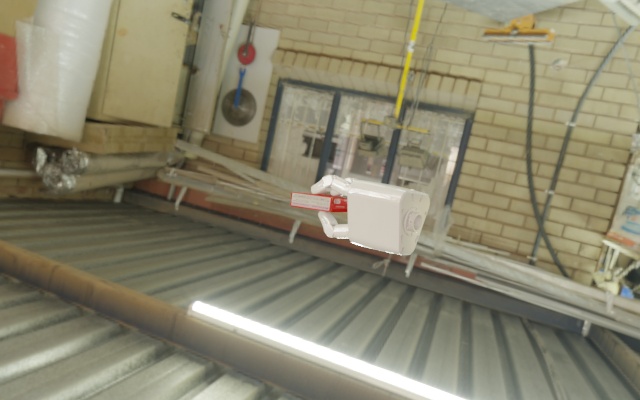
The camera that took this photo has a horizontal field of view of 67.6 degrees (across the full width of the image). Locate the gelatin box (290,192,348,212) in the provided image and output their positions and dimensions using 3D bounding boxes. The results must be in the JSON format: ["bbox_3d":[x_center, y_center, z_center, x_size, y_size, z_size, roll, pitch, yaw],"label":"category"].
[{"bbox_3d":[0.000,0.003,0.889,0.089,0.030,0.073,7,1,29],"label":"gelatin box"}]
